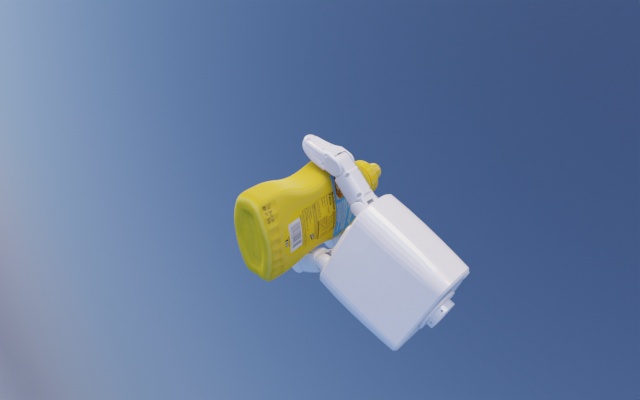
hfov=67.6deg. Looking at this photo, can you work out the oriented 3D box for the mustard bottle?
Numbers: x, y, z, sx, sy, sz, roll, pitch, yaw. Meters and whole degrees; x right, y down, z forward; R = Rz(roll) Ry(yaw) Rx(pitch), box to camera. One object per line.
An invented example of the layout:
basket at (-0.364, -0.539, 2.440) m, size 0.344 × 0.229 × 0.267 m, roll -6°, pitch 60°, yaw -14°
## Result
mustard bottle at (0.000, 0.002, 0.514) m, size 0.058 × 0.096 × 0.191 m, roll 24°, pitch 40°, yaw 39°
